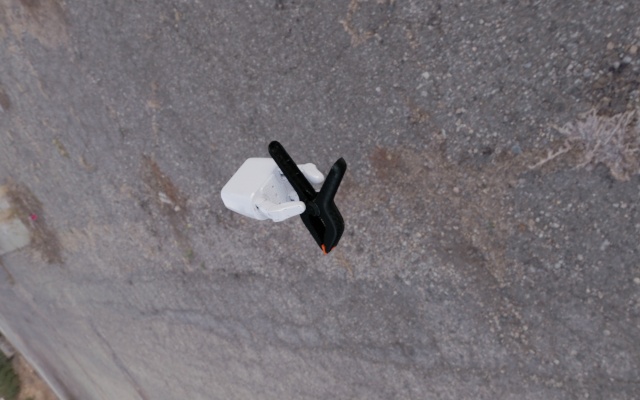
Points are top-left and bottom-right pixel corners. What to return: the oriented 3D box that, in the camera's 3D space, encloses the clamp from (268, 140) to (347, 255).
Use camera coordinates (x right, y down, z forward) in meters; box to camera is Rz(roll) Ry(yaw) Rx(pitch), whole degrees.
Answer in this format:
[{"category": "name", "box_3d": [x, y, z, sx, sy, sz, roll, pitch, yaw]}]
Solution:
[{"category": "clamp", "box_3d": [0.000, 0.003, 0.780, 0.036, 0.210, 0.164, -37, 31, -31]}]
